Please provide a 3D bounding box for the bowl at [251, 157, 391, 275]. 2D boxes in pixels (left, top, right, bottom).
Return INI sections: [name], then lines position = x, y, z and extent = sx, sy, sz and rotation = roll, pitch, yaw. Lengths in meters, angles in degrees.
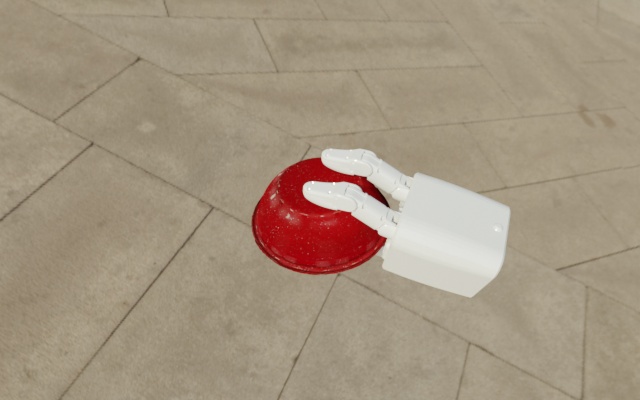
[bowl]
position = -0.001, 0.001, 0.532
extent = 0.162, 0.162, 0.055
rotation = 0, -44, 4
